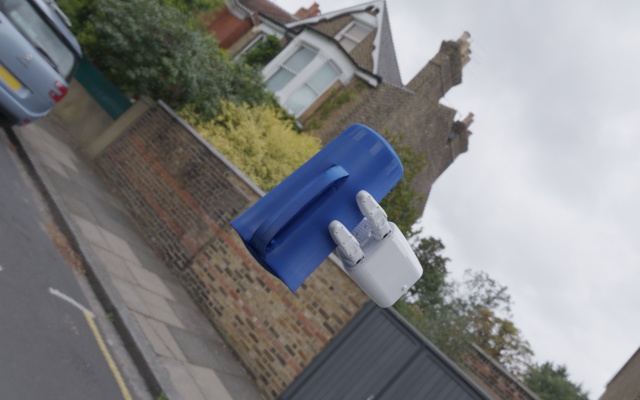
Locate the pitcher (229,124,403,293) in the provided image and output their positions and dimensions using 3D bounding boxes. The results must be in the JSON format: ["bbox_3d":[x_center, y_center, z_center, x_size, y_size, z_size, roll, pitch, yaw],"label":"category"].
[{"bbox_3d":[0.000,0.002,0.675,0.145,0.243,0.149,52,-10,-32],"label":"pitcher"}]
